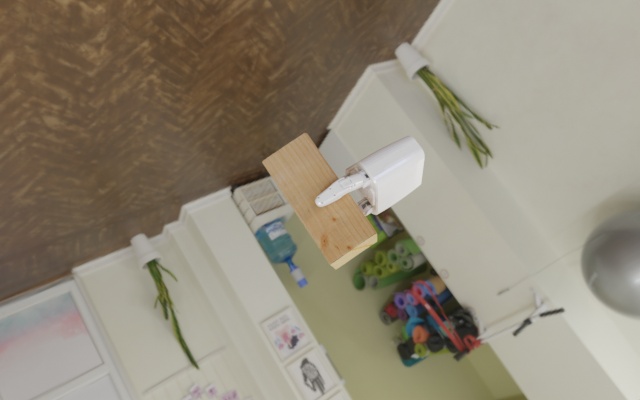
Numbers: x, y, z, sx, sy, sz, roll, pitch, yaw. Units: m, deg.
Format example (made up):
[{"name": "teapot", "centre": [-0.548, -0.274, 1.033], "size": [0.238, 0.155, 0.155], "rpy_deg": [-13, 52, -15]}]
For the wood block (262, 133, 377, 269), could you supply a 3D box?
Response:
[{"name": "wood block", "centre": [0.000, 0.002, 0.804], "size": [0.090, 0.206, 0.091], "rpy_deg": [-34, -15, -2]}]
